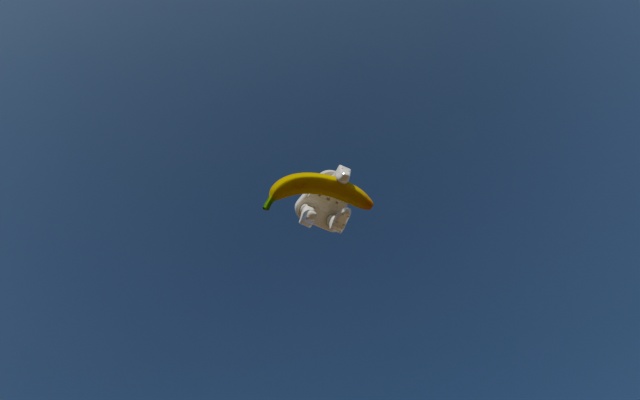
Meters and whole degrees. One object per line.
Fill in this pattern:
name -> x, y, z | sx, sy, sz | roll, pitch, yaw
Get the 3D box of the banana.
banana -> -0.004, -0.016, 0.842 | 0.198, 0.069, 0.037 | -1, -10, -12
